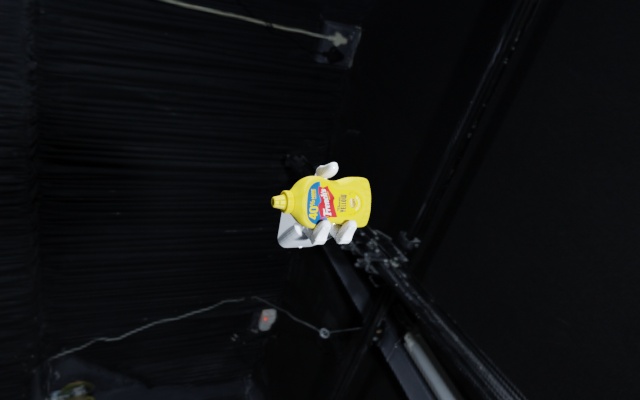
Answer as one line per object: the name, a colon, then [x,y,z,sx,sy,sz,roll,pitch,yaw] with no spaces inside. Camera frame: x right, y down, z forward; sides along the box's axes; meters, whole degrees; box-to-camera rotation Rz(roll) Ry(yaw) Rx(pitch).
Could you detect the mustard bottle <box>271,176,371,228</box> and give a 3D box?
mustard bottle: [0.001,0.003,0.886,0.191,0.096,0.058,0,6,-28]
